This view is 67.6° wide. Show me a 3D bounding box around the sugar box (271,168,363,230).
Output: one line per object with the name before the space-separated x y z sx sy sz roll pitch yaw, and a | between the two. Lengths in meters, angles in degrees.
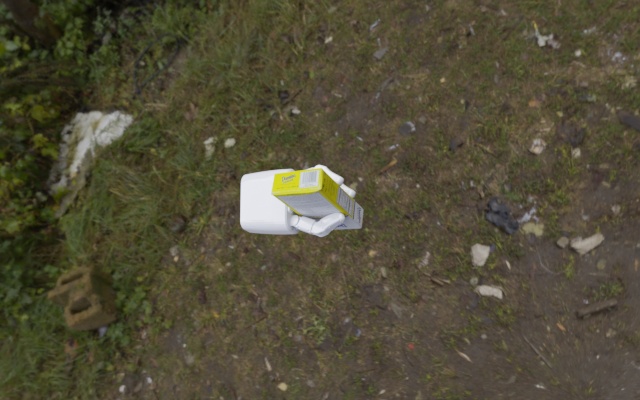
sugar box | 0.000 0.002 0.838 0.093 0.048 0.176 -4 -22 27
